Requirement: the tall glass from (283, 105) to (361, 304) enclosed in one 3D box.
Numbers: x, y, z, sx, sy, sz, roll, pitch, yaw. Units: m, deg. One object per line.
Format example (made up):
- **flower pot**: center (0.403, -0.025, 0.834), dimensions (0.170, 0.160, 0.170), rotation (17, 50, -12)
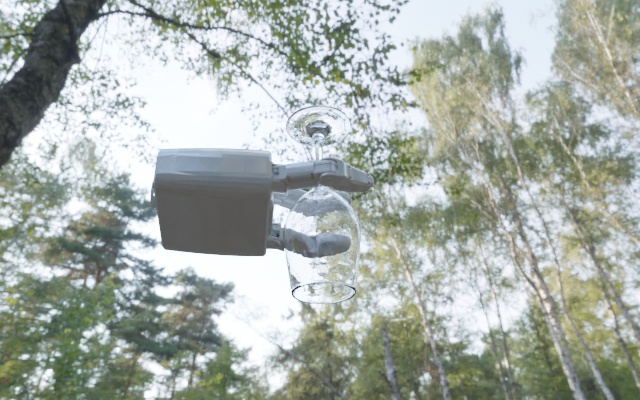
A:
- **tall glass**: center (0.000, 0.001, 0.497), dimensions (0.079, 0.201, 0.079), rotation (-2, -30, -1)
